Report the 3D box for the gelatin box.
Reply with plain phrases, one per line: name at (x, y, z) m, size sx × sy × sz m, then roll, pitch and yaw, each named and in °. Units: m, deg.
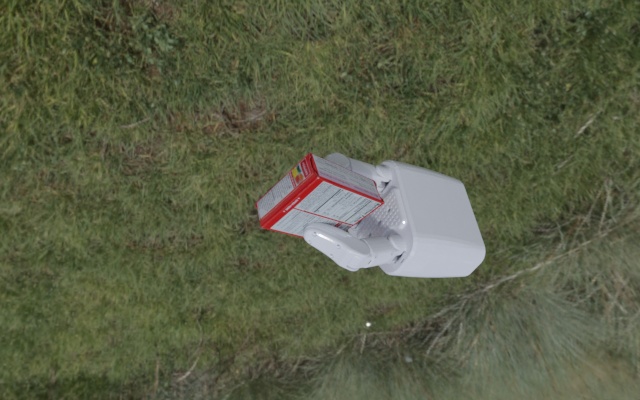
gelatin box at (0.000, 0.002, 0.419) m, size 0.089 × 0.030 × 0.073 m, roll 18°, pitch -47°, yaw -44°
